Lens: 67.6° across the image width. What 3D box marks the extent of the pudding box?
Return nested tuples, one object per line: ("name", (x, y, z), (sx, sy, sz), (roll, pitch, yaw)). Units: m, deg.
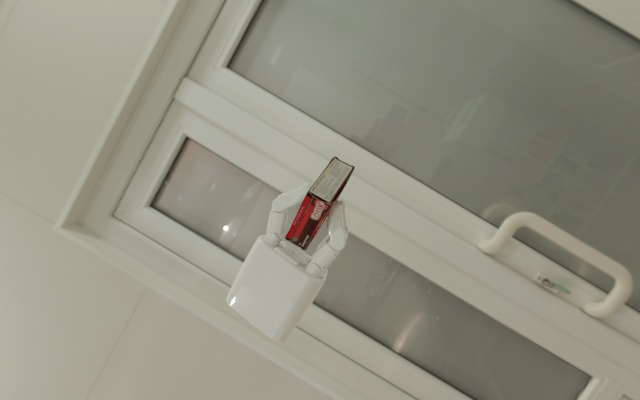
("pudding box", (0.000, 0.002, 0.659), (0.039, 0.090, 0.113), (30, 36, 1))
